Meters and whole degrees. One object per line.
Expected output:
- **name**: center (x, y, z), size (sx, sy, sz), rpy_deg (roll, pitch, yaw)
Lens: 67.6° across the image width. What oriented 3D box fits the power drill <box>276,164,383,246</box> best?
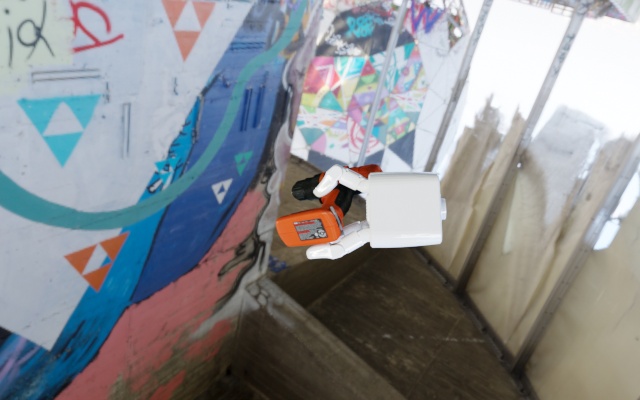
- **power drill**: center (0.000, 0.003, 0.806), size (0.184, 0.057, 0.187), rpy_deg (-12, 25, 31)
